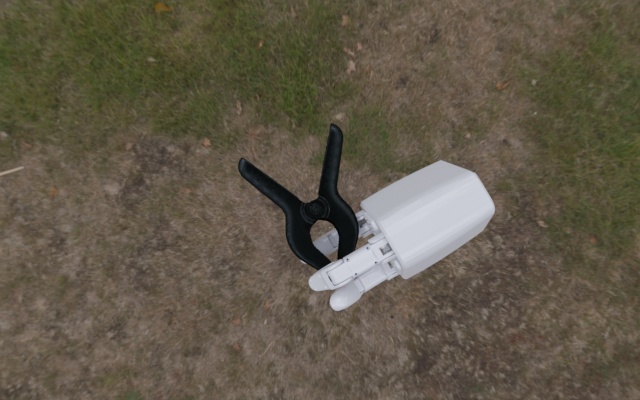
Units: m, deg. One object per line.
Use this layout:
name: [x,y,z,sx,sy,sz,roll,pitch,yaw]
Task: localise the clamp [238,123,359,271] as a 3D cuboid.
clamp: [0.000,0.002,0.519,0.120,0.171,0.039,-31,-3,1]
